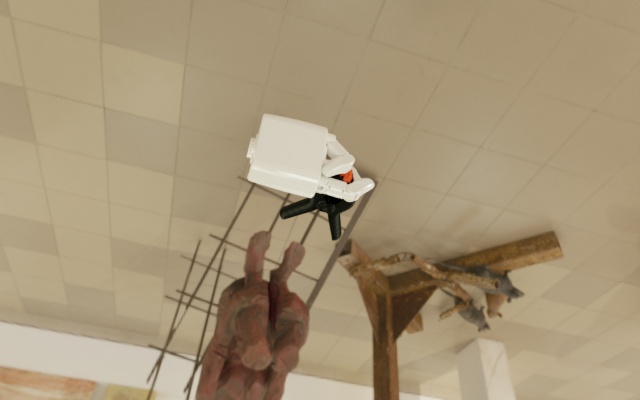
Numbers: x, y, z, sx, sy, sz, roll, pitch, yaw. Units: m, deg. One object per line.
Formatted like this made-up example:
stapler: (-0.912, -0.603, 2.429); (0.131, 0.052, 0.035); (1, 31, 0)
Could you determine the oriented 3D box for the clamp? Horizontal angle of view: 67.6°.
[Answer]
clamp: (0.000, 0.003, 0.821); (0.120, 0.039, 0.172); (14, -43, -9)
